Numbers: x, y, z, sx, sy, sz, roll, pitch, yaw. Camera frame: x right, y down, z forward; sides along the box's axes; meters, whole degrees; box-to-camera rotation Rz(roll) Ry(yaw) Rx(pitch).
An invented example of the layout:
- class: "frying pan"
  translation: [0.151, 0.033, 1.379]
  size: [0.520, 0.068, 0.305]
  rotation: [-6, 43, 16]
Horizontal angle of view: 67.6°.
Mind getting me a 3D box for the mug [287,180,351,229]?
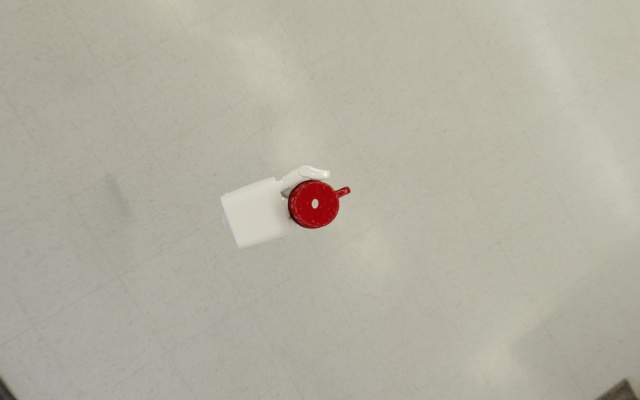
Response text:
- class: "mug"
  translation: [0.002, 0.002, 0.858]
  size: [0.117, 0.093, 0.081]
  rotation: [-20, 2, -6]
